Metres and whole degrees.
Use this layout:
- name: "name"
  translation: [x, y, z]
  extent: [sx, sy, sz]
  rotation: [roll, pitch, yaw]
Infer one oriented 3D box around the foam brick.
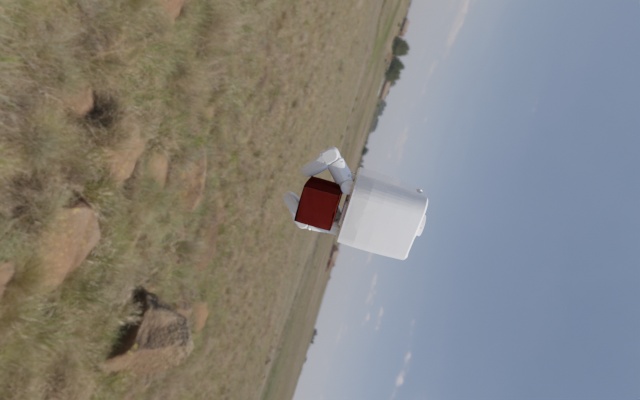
- name: "foam brick"
  translation: [0.000, 0.002, 0.667]
  extent: [0.051, 0.053, 0.078]
  rotation: [17, 15, 3]
